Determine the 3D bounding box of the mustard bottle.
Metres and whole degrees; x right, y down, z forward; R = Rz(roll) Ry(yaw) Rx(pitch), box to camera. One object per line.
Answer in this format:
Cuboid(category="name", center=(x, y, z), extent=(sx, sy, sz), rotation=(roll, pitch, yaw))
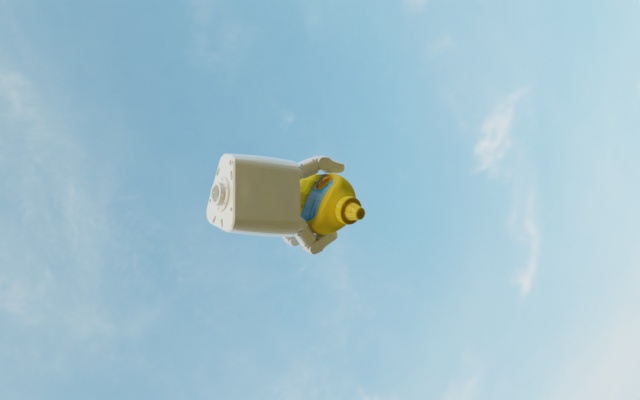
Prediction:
Cuboid(category="mustard bottle", center=(0.000, 0.002, 0.741), extent=(0.058, 0.096, 0.191), rotation=(36, -12, -35))
